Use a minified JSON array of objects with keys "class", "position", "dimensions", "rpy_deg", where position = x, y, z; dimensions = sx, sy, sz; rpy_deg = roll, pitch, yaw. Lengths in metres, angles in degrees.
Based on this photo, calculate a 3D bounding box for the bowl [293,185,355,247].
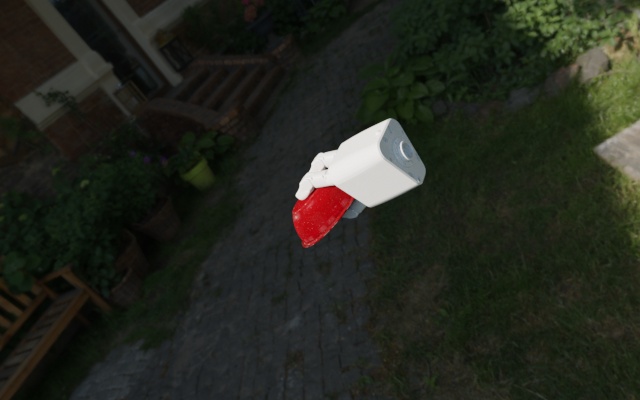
[{"class":"bowl","position":[-0.001,0.003,0.845],"dimensions":[0.055,0.162,0.162],"rpy_deg":[38,-9,-12]}]
